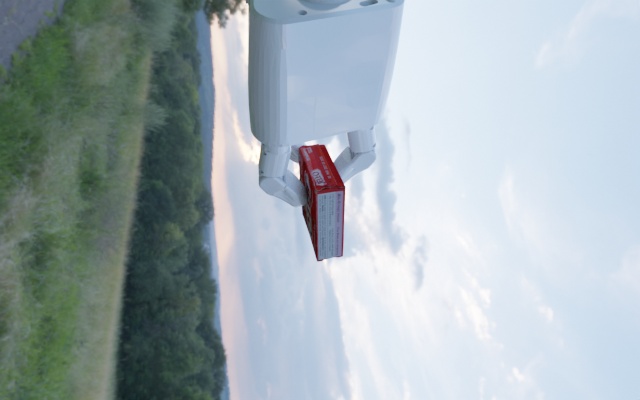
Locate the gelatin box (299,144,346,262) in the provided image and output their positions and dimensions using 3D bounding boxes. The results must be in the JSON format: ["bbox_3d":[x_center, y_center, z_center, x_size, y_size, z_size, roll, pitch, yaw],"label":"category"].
[{"bbox_3d":[0.001,0.002,0.461,0.030,0.089,0.073,-9,40,-10],"label":"gelatin box"}]
